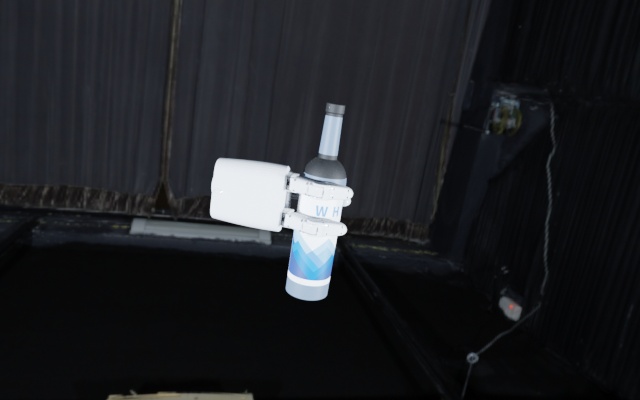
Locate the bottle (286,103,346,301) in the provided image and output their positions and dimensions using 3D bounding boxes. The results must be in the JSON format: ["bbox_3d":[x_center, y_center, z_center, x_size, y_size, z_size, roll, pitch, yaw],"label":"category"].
[{"bbox_3d":[0.000,0.003,0.721,0.069,0.296,0.069,8,14,-2],"label":"bottle"}]
